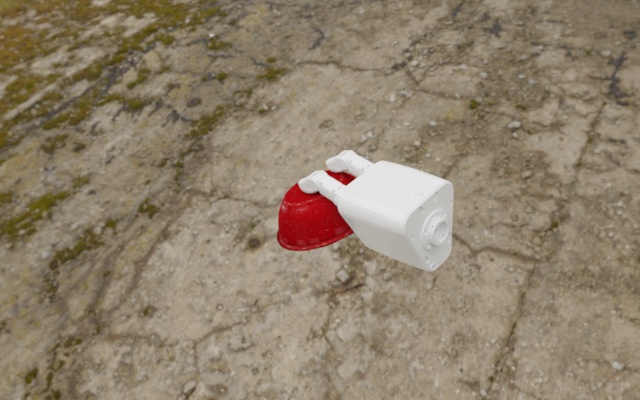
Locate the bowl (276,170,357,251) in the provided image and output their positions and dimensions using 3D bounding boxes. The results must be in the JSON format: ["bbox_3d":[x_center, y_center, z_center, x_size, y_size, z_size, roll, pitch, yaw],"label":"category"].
[{"bbox_3d":[-0.001,0.002,0.684,0.162,0.055,0.162,-21,24,10],"label":"bowl"}]
